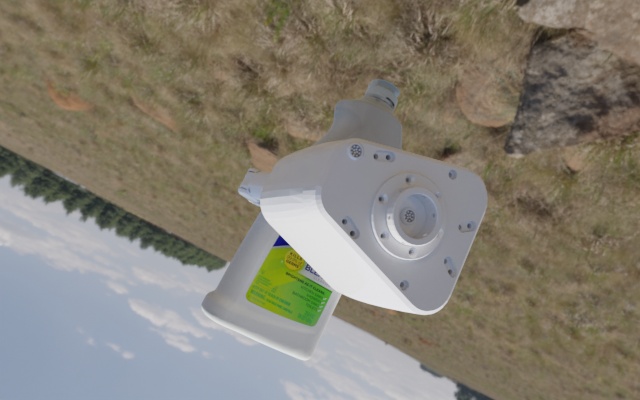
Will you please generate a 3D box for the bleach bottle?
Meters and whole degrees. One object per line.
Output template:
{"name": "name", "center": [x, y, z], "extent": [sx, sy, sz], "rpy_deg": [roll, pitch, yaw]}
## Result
{"name": "bleach bottle", "center": [0.000, 0.001, 0.418], "extent": [0.102, 0.250, 0.068], "rpy_deg": [30, -12, -19]}
